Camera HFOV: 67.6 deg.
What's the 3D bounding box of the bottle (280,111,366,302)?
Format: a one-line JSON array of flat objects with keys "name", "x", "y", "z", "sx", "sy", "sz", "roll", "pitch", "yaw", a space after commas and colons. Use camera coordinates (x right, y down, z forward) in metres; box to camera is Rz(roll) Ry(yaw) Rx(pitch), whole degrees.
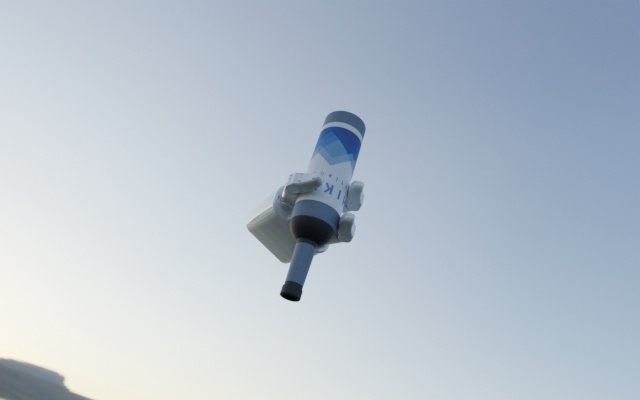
[{"name": "bottle", "x": 0.000, "y": 0.002, "z": 0.678, "sx": 0.069, "sy": 0.295, "sz": 0.069, "roll": 13, "pitch": -31, "yaw": 8}]
